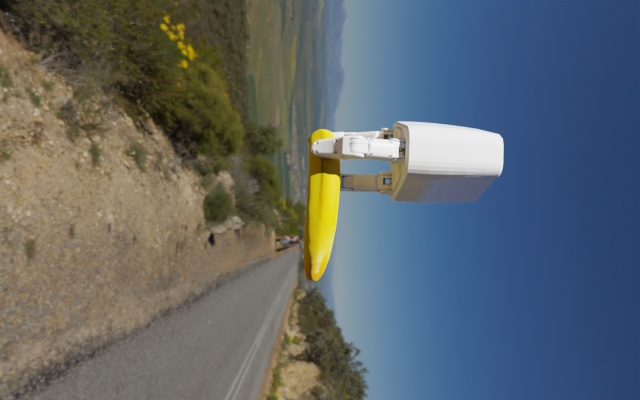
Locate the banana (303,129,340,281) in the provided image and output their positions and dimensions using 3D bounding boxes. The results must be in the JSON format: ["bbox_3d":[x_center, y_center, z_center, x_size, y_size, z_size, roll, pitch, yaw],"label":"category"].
[{"bbox_3d":[0.002,-0.010,0.545,0.037,0.197,0.070,4,-30,-4],"label":"banana"}]
